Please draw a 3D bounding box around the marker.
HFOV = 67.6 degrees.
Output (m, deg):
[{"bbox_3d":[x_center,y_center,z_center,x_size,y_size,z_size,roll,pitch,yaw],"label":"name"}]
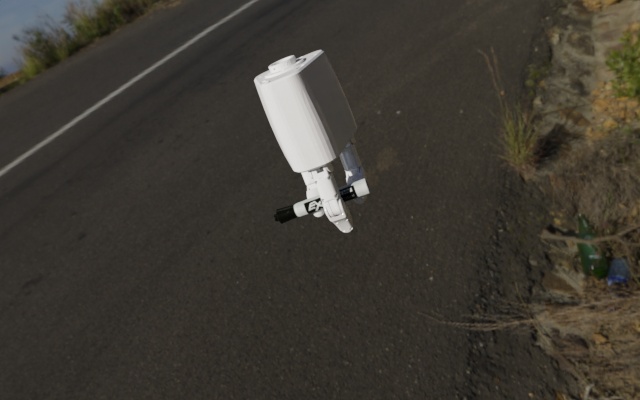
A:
[{"bbox_3d":[0.000,0.002,0.574,0.121,0.020,0.020,-19,-4,12],"label":"marker"}]
